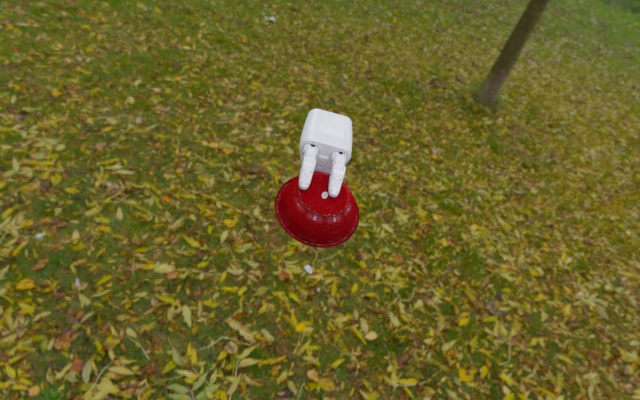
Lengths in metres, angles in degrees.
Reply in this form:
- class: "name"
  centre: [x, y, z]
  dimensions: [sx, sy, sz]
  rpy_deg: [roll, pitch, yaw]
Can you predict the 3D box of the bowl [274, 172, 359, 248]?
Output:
- class: "bowl"
  centre: [0.000, 0.004, 0.866]
  dimensions: [0.162, 0.162, 0.055]
  rpy_deg: [0, -33, -15]
